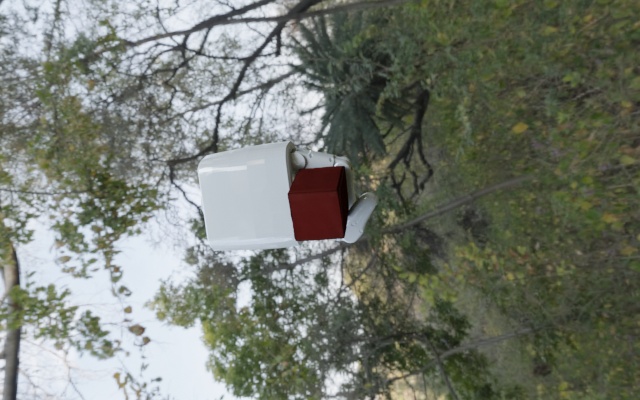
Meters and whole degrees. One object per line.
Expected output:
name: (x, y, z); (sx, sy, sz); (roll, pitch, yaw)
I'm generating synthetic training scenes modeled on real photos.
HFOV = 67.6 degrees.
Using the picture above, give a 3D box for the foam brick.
foam brick: (0.000, 0.002, 0.492); (0.051, 0.053, 0.078); (-4, 21, 8)
